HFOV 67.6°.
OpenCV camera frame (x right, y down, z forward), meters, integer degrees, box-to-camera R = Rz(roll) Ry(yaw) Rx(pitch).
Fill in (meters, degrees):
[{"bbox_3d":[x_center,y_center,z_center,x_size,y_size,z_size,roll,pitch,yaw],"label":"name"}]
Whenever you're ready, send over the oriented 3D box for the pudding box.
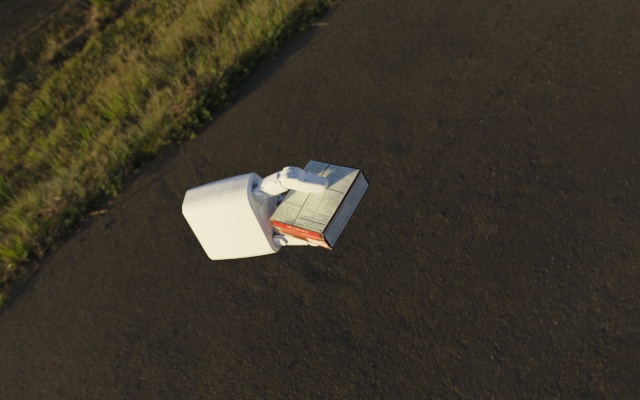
[{"bbox_3d":[0.000,0.002,0.634,0.090,0.113,0.039,14,-28,35],"label":"pudding box"}]
